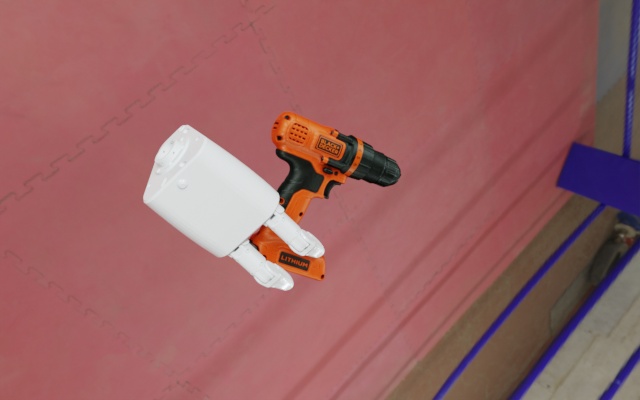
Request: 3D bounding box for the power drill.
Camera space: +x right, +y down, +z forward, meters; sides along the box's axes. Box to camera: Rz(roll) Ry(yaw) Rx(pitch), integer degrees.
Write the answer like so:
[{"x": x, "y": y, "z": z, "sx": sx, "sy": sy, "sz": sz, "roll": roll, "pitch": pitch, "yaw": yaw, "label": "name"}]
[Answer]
[{"x": 0.000, "y": 0.002, "z": 0.607, "sx": 0.184, "sy": 0.187, "sz": 0.057, "roll": 21, "pitch": 0, "yaw": -22, "label": "power drill"}]
